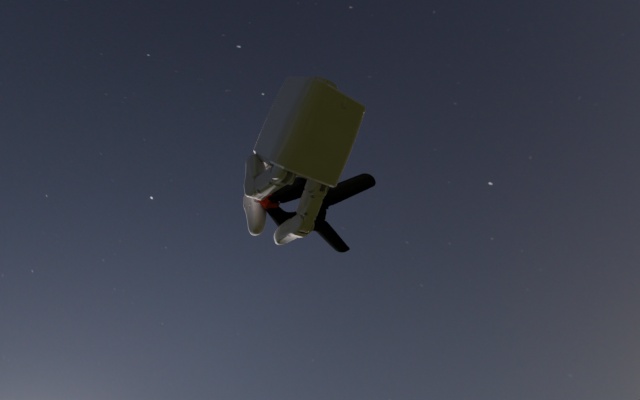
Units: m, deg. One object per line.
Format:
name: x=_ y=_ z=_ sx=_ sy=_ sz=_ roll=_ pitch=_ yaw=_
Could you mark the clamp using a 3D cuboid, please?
clamp: x=0.000 y=0.002 z=0.638 sx=0.171 sy=0.120 sz=0.039 roll=19 pitch=6 yaw=-42
